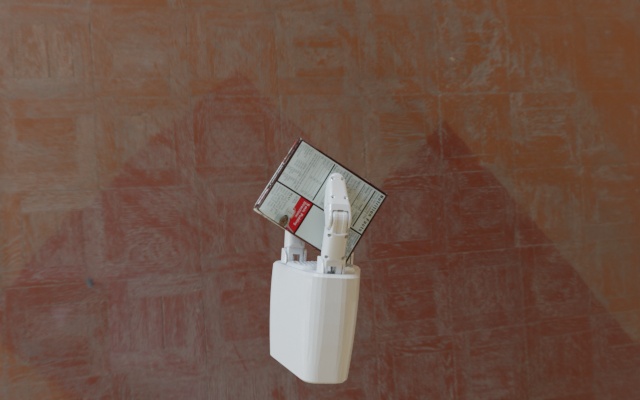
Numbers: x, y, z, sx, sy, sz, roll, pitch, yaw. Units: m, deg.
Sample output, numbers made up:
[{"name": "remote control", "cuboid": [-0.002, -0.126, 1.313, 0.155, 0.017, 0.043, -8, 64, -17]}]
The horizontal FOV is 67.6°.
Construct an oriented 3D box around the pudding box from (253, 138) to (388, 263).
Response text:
[{"name": "pudding box", "cuboid": [0.000, 0.002, 0.502, 0.113, 0.090, 0.039, 33, -5, -10]}]
